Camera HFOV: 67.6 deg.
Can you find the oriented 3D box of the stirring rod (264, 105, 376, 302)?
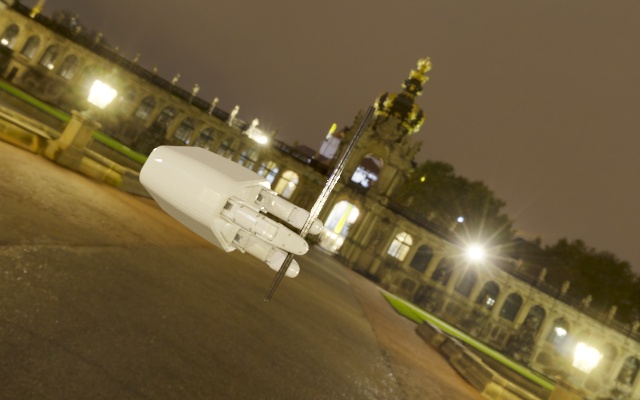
[{"bbox_3d":[0.000,0.002,0.521,0.011,0.239,0.011,29,-4,2],"label":"stirring rod"}]
